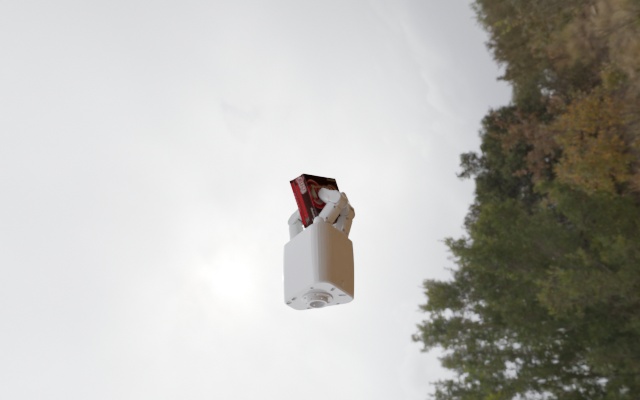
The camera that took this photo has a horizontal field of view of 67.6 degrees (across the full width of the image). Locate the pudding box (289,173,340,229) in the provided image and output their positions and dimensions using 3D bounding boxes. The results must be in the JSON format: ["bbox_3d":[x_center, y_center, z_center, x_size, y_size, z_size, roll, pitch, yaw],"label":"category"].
[{"bbox_3d":[0.000,0.003,0.843,0.039,0.090,0.113,-24,-14,26],"label":"pudding box"}]
